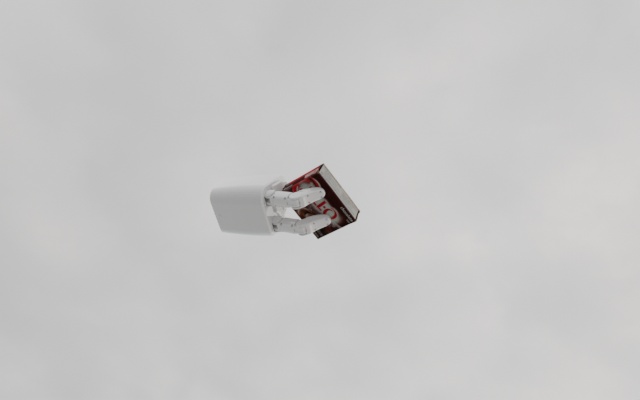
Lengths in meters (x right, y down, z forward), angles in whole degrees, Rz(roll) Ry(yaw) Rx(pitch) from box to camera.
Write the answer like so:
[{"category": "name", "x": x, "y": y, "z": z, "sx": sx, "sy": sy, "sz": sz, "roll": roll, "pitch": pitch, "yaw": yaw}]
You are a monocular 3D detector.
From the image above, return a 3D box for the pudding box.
[{"category": "pudding box", "x": 0.000, "y": 0.003, "z": 0.830, "sx": 0.090, "sy": 0.113, "sz": 0.039, "roll": -27, "pitch": 22, "yaw": 34}]
